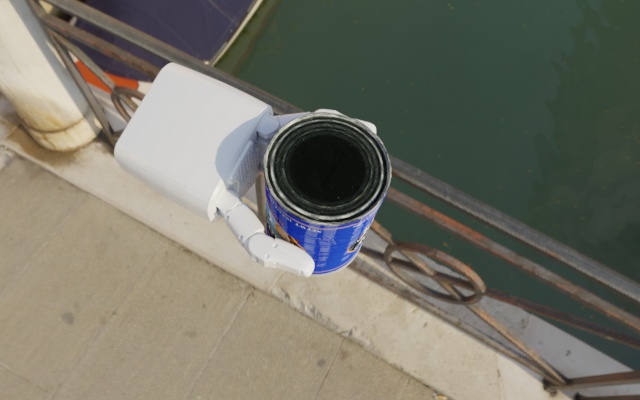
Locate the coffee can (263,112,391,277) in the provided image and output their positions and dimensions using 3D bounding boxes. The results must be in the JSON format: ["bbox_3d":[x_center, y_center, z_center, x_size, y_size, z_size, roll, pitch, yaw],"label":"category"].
[{"bbox_3d":[0.000,0.002,0.440,0.103,0.102,0.140,0,-25,-5],"label":"coffee can"}]
